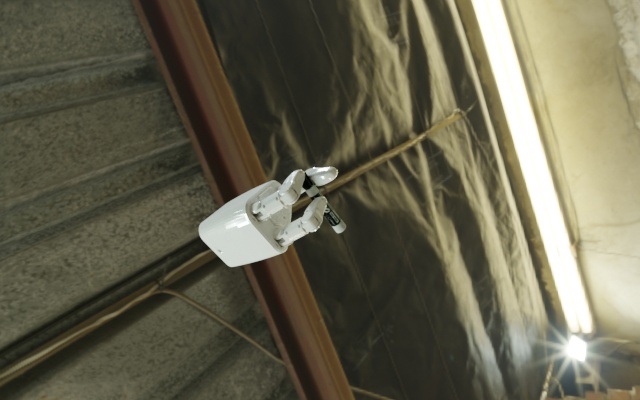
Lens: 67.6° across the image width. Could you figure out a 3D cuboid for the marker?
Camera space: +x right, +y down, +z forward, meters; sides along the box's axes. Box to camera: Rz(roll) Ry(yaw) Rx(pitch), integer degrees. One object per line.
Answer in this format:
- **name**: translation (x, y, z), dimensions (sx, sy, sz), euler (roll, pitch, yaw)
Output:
- **marker**: translation (0.000, 0.002, 0.730), dimensions (0.020, 0.121, 0.020), euler (-29, 28, 17)
